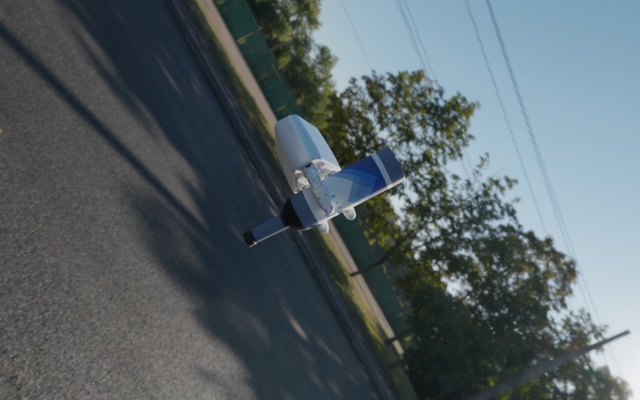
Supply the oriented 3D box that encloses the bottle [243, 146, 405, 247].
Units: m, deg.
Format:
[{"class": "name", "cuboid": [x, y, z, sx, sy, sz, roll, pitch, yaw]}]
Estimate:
[{"class": "bottle", "cuboid": [0.000, 0.003, 0.833, 0.296, 0.069, 0.069, -27, -2, 3]}]
